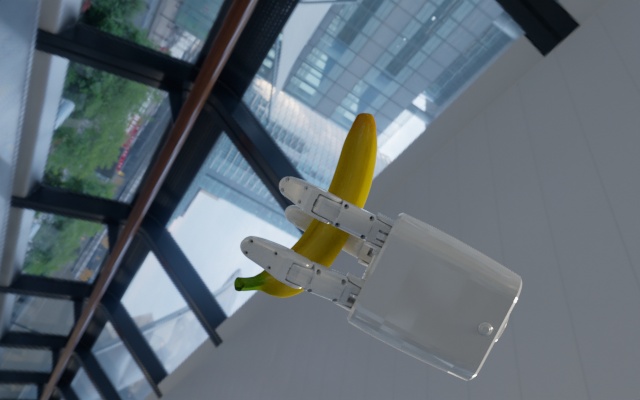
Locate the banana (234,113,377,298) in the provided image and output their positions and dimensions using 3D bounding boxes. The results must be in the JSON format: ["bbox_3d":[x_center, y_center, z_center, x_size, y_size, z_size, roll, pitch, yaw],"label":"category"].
[{"bbox_3d":[0.006,0.014,0.432,0.037,0.197,0.070,23,-19,37],"label":"banana"}]
